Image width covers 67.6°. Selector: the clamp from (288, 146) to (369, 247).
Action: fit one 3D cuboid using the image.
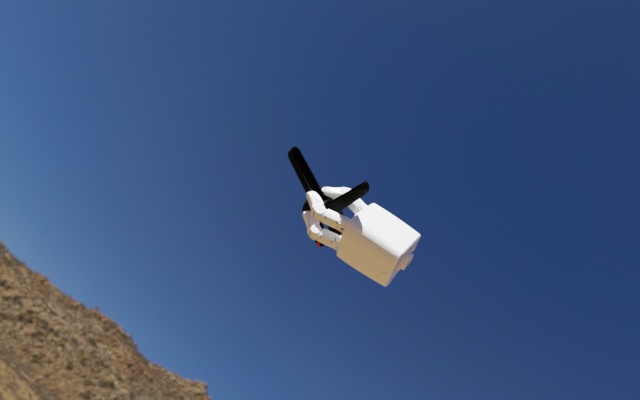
[{"bbox_3d":[0.001,0.003,0.888,0.164,0.210,0.036,33,51,19],"label":"clamp"}]
